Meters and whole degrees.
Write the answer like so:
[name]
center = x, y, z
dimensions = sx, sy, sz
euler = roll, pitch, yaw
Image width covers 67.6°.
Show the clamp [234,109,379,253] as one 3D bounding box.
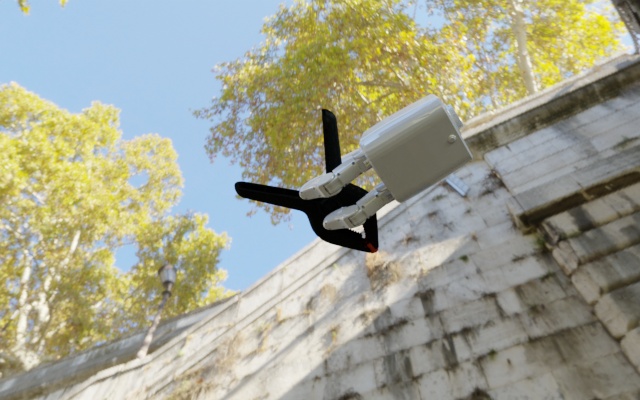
[clamp]
center = 0.001, 0.002, 0.643
dimensions = 0.164, 0.210, 0.036
euler = -31, 25, 16
